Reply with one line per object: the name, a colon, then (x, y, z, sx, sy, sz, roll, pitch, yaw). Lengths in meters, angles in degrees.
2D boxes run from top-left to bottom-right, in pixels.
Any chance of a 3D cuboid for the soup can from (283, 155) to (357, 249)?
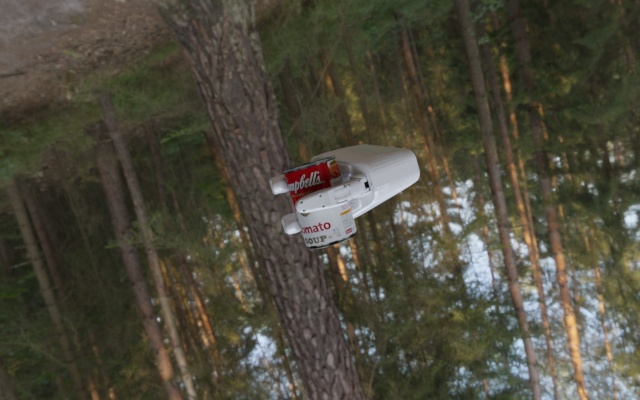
soup can: (0.000, 0.002, 0.597, 0.068, 0.102, 0.068, -16, 6, 2)
